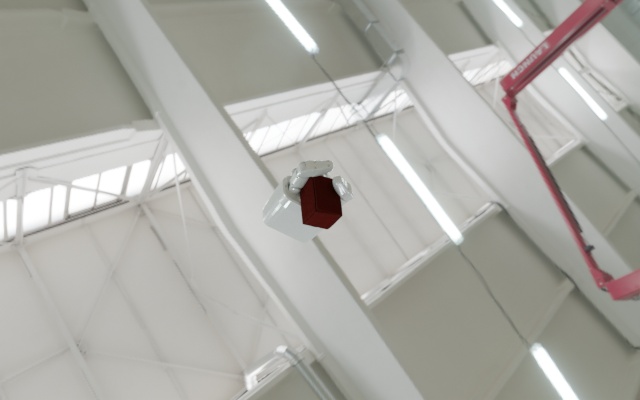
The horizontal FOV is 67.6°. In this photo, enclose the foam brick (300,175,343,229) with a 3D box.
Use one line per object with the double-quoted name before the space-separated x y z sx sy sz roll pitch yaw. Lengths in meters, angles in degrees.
"foam brick" 0.000 0.003 0.827 0.053 0.078 0.051 14 -39 -27
